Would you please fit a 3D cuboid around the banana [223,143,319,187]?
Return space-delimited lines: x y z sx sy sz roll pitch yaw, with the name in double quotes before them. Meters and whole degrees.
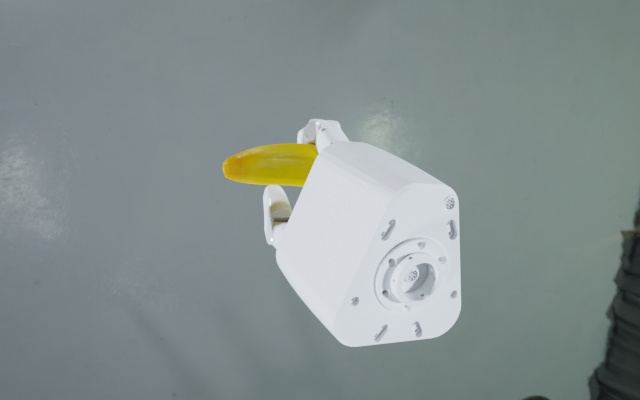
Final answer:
"banana" 0.013 -0.012 0.427 0.198 0.069 0.037 25 17 -32
